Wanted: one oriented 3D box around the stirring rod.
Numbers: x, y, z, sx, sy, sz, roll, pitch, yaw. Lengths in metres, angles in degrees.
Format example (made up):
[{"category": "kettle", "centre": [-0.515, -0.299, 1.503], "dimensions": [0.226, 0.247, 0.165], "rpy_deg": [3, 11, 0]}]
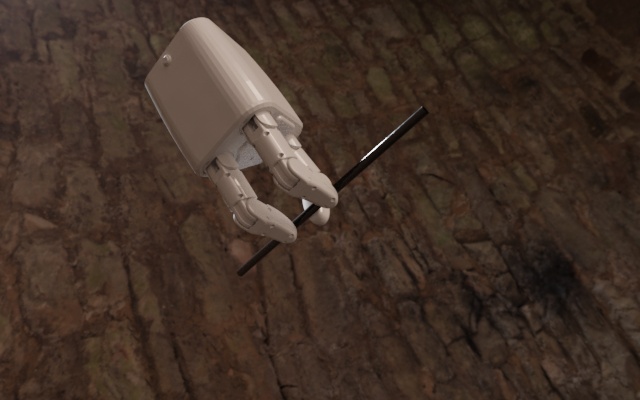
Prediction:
[{"category": "stirring rod", "centre": [0.000, 0.001, 0.421], "dimensions": [0.239, 0.011, 0.011], "rpy_deg": [-41, -22, 27]}]
